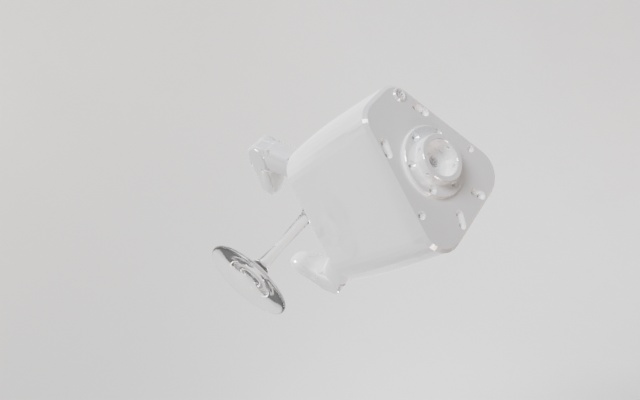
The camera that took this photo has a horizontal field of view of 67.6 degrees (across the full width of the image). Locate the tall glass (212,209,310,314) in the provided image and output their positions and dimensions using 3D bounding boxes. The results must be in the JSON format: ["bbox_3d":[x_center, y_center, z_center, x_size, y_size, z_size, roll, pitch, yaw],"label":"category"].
[{"bbox_3d":[0.000,0.002,0.428,0.079,0.079,0.201,0,39,48],"label":"tall glass"}]
